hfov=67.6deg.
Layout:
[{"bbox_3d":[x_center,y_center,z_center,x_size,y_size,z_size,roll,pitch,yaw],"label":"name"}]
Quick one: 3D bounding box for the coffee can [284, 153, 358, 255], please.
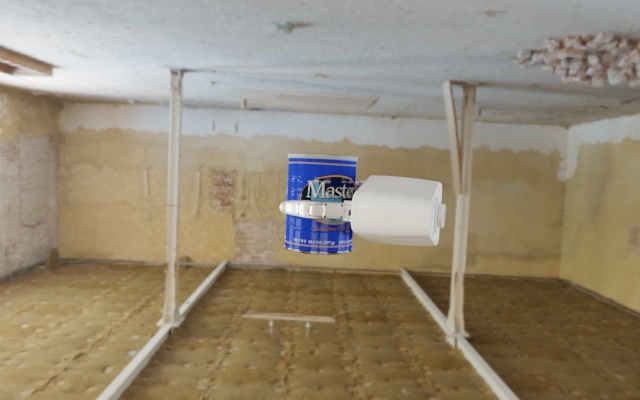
[{"bbox_3d":[0.000,0.002,0.708,0.103,0.140,0.103,3,4,0],"label":"coffee can"}]
